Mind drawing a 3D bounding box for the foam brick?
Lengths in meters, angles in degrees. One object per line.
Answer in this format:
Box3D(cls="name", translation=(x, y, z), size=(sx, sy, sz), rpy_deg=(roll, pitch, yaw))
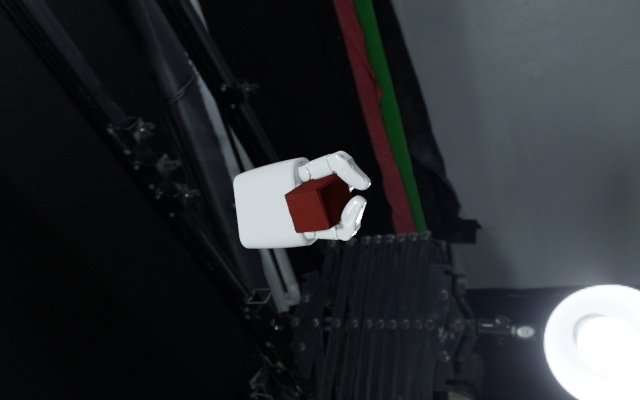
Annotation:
Box3D(cls="foam brick", translation=(0.000, 0.002, 0.601), size=(0.051, 0.053, 0.078), rpy_deg=(-8, 14, 30))
